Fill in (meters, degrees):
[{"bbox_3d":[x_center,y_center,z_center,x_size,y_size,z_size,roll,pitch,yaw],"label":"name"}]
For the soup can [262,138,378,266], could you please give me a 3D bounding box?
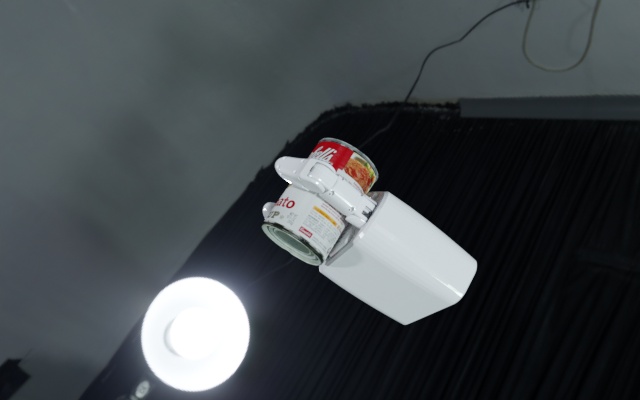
[{"bbox_3d":[0.000,0.001,0.450,0.068,0.102,0.068,30,-19,11],"label":"soup can"}]
